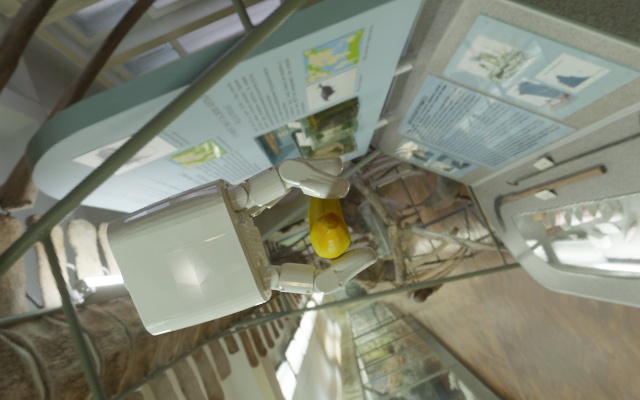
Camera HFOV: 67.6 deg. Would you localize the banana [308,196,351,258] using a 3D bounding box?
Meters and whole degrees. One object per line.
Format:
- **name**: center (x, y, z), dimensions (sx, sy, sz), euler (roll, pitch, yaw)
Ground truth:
- **banana**: center (0.005, 0.018, 0.459), dimensions (0.037, 0.070, 0.197), euler (-15, 17, 1)
